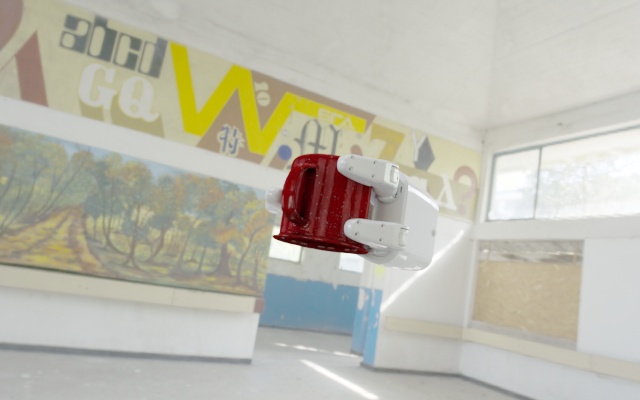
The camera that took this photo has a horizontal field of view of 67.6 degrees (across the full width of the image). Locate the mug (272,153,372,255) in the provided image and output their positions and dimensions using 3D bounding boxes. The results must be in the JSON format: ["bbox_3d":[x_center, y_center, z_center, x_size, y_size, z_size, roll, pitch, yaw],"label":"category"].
[{"bbox_3d":[-0.001,0.001,0.452,0.093,0.081,0.117,3,-12,33],"label":"mug"}]
